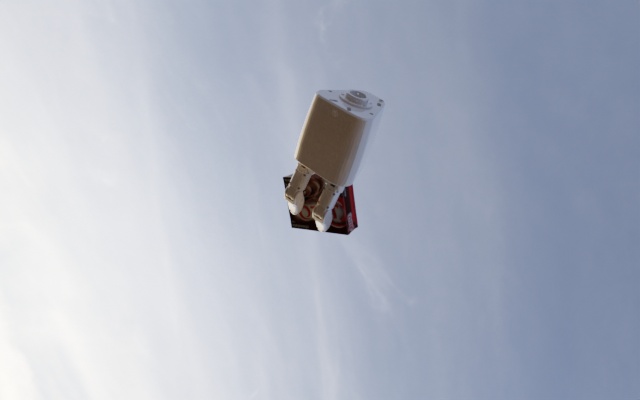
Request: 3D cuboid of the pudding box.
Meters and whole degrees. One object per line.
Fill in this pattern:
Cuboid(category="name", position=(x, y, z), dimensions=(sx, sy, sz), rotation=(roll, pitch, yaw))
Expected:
Cuboid(category="pudding box", position=(0.000, 0.002, 0.753), dimensions=(0.113, 0.090, 0.039), rotation=(6, 23, 36))
